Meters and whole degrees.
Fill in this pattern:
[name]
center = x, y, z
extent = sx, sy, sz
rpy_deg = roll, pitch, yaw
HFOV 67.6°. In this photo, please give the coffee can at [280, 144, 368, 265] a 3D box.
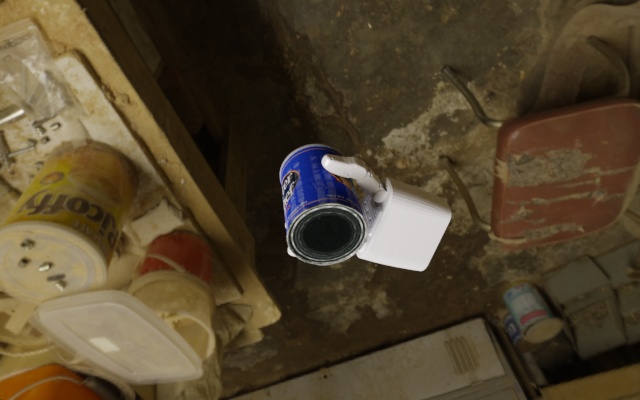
[coffee can]
center = 0.000, 0.002, 0.648
extent = 0.103, 0.103, 0.140
rpy_deg = 0, 37, -9
